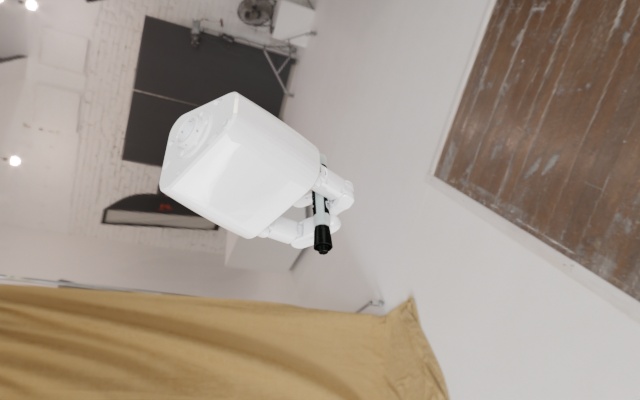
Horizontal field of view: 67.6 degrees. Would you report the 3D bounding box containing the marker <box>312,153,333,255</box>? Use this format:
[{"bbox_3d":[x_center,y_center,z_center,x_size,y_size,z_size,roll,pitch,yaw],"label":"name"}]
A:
[{"bbox_3d":[0.000,0.002,0.496,0.020,0.121,0.020,-2,-36,-1],"label":"marker"}]
